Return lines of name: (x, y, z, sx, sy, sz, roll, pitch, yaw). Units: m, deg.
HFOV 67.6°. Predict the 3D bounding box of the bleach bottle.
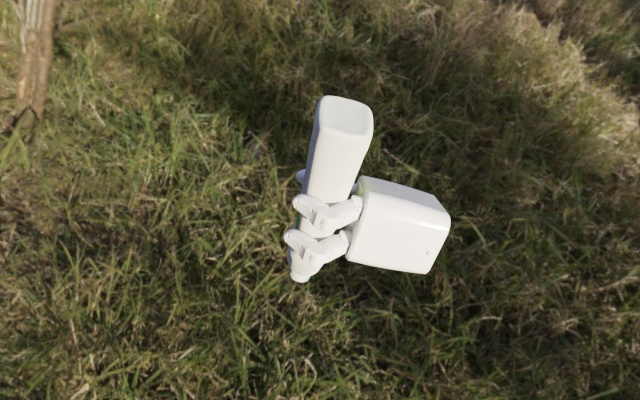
bleach bottle: (0.000, 0.002, 0.612, 0.068, 0.251, 0.102, 13, 35, -5)
